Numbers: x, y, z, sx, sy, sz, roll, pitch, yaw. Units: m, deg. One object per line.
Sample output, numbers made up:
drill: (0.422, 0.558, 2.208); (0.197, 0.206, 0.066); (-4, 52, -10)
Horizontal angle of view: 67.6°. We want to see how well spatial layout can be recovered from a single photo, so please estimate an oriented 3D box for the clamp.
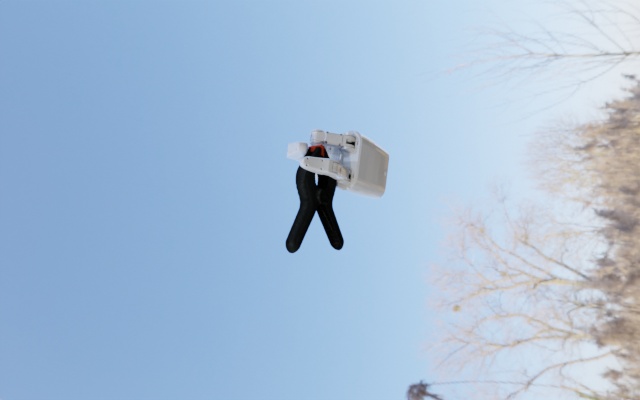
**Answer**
clamp: (0.000, 0.002, 0.747); (0.039, 0.171, 0.120); (3, -9, 36)
